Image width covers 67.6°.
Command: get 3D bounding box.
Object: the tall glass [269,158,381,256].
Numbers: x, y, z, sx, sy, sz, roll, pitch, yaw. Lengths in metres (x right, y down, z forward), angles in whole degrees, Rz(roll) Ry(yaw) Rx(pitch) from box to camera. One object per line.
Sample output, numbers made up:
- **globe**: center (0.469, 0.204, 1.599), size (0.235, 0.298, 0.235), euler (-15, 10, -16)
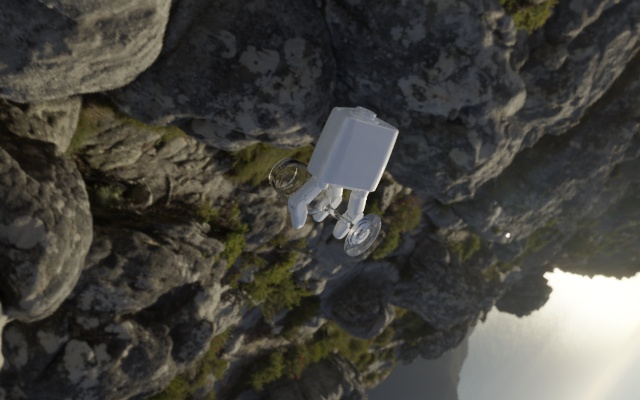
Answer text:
- **tall glass**: center (0.000, 0.003, 0.769), size (0.079, 0.079, 0.201), euler (0, 30, -48)
